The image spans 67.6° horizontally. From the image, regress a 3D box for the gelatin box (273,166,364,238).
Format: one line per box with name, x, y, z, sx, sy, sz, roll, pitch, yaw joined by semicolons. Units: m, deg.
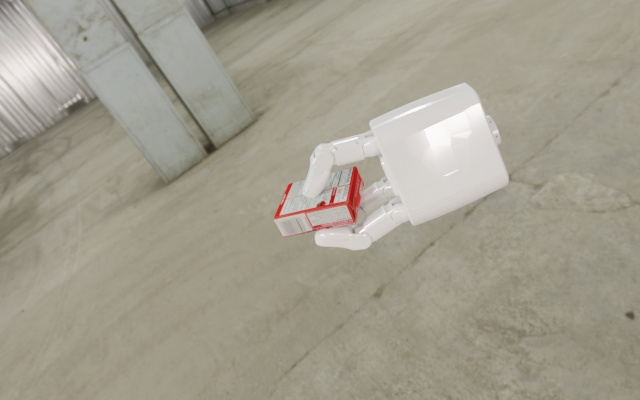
gelatin box;0.000;0.001;0.528;0.089;0.030;0.073;-13;30;19
